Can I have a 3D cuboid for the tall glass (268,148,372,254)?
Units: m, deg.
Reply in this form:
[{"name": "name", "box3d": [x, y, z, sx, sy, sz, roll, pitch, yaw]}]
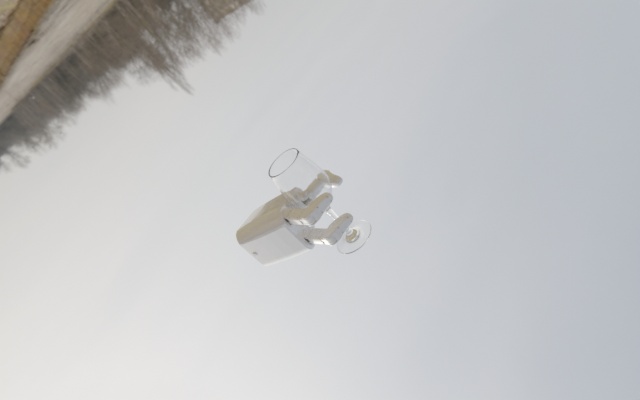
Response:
[{"name": "tall glass", "box3d": [0.001, 0.003, 0.803, 0.079, 0.079, 0.201, 0, -39, 50]}]
